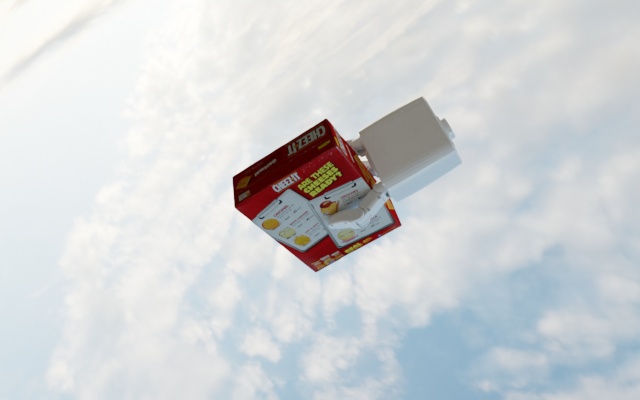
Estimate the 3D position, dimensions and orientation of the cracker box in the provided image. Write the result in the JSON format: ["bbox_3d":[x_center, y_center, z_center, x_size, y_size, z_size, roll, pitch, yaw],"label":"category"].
[{"bbox_3d":[0.000,0.003,0.705,0.164,0.072,0.214,-30,-44,14],"label":"cracker box"}]
